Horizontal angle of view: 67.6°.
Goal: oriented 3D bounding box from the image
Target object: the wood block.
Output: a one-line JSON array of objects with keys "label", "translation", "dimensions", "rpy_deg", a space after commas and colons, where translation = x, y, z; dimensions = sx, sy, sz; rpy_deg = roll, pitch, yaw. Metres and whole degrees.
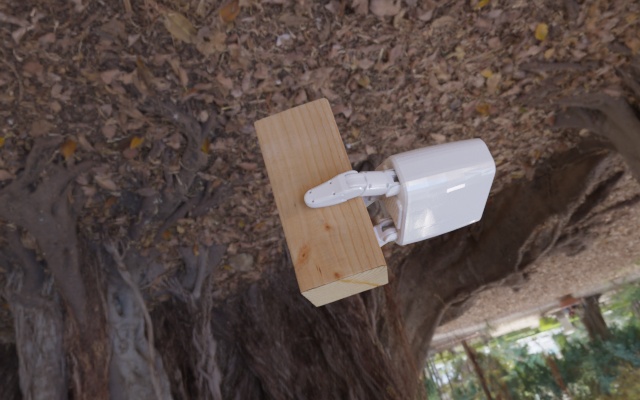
[{"label": "wood block", "translation": [0.000, 0.002, 0.543], "dimensions": [0.090, 0.206, 0.091], "rpy_deg": [-19, -23, 2]}]
